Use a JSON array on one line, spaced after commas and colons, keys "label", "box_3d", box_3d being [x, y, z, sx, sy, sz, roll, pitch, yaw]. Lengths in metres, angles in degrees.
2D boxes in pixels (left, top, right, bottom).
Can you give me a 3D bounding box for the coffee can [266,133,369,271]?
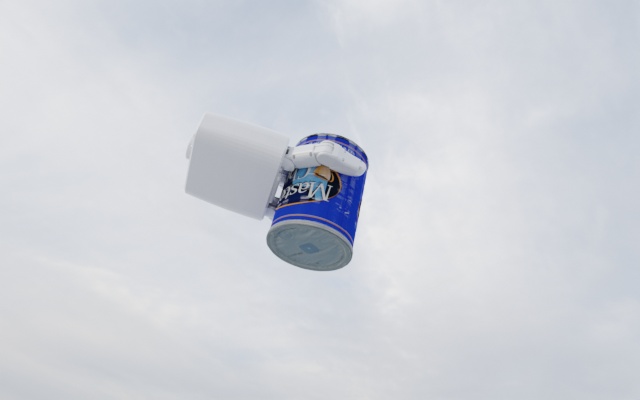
[{"label": "coffee can", "box_3d": [0.000, 0.002, 0.593, 0.103, 0.140, 0.103, 9, -36, 7]}]
